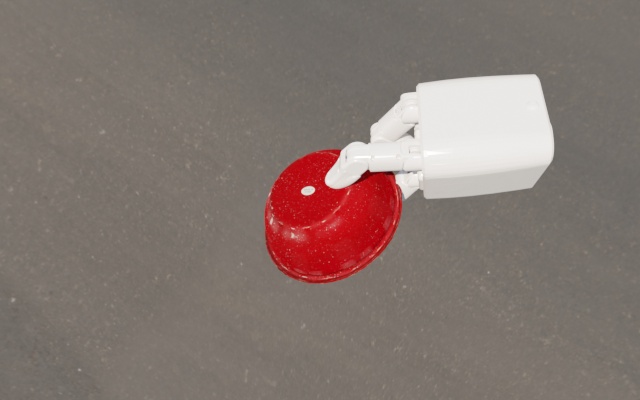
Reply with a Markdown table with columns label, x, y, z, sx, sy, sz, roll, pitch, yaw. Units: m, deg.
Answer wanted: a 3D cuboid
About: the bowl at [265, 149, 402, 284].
| label | x | y | z | sx | sy | sz | roll | pitch | yaw |
| --- | --- | --- | --- | --- | --- | --- | --- | --- | --- |
| bowl | -0.001 | 0.002 | 0.499 | 0.162 | 0.162 | 0.055 | 0 | -31 | 29 |
